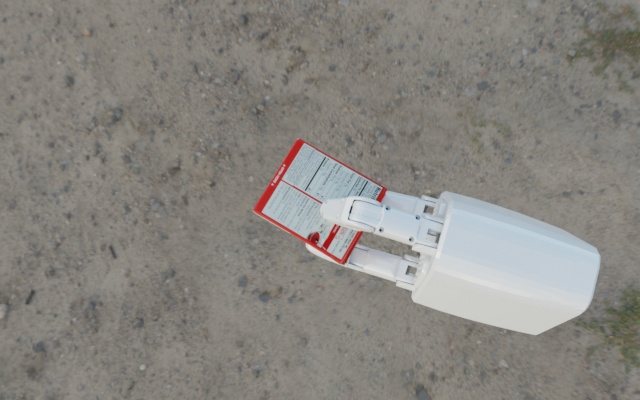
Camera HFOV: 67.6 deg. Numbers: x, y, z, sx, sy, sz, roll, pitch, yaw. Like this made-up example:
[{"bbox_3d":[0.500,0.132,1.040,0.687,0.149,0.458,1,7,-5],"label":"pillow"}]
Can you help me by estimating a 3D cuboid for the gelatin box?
[{"bbox_3d":[0.000,0.001,0.403,0.089,0.073,0.030,30,-6,6],"label":"gelatin box"}]
